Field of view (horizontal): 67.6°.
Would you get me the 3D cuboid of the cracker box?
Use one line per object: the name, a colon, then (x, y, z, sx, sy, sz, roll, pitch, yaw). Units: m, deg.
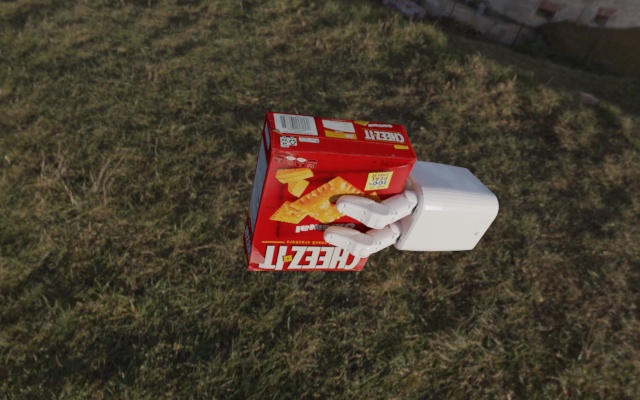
cracker box: (0.000, 0.002, 0.587, 0.164, 0.072, 0.214, 3, -44, -16)
